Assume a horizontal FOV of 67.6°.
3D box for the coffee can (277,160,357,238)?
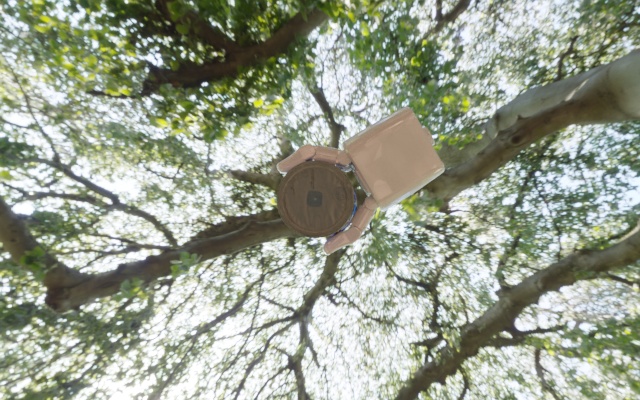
[{"bbox_3d":[0.000,0.002,0.693,0.103,0.103,0.140,0,-3,6],"label":"coffee can"}]
